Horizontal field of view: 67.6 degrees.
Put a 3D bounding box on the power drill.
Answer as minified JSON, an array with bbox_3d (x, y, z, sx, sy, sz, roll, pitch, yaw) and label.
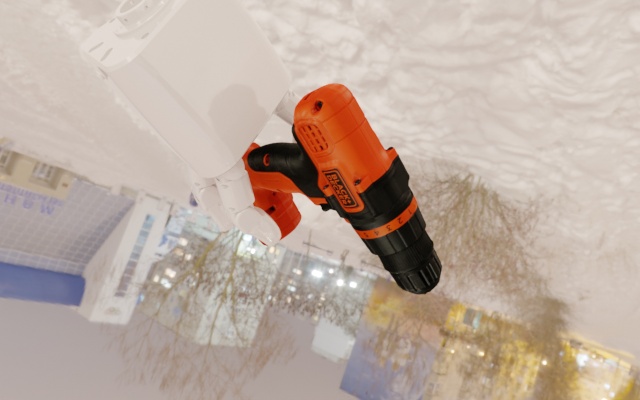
[{"bbox_3d":[0.000,0.001,0.412,0.187,0.184,0.057,-6,31,50],"label":"power drill"}]
